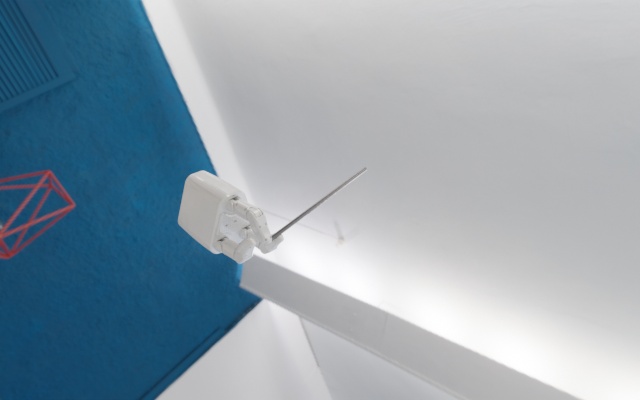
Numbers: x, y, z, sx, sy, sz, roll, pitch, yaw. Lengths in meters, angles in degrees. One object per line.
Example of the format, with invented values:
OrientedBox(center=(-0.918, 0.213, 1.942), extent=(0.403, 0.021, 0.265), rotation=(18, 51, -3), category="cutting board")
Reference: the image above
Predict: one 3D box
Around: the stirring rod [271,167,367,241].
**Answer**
OrientedBox(center=(0.000, 0.003, 0.834), extent=(0.239, 0.011, 0.011), rotation=(-37, 20, -30), category="stirring rod")
